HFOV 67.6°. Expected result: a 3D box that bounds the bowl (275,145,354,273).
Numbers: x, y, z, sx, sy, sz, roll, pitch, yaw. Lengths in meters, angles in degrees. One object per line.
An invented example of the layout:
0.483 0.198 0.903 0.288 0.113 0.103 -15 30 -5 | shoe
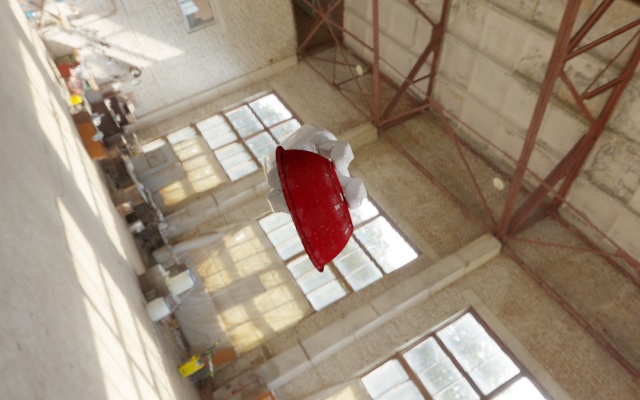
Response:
0.001 0.003 0.574 0.055 0.162 0.162 -19 -2 6 | bowl
